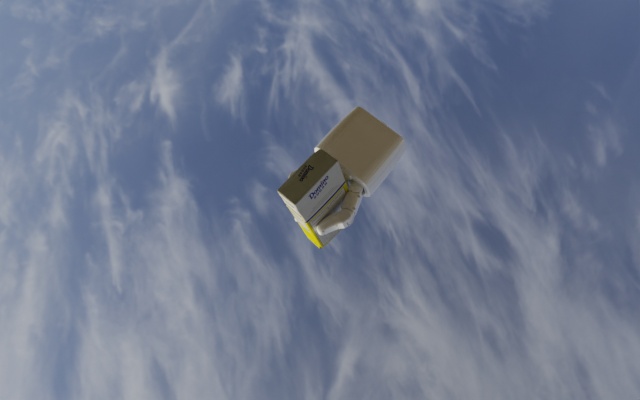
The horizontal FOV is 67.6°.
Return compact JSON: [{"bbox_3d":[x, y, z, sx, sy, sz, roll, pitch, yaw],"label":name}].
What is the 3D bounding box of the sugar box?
[{"bbox_3d":[0.000,0.002,0.753,0.048,0.093,0.176,38,-13,29],"label":"sugar box"}]
